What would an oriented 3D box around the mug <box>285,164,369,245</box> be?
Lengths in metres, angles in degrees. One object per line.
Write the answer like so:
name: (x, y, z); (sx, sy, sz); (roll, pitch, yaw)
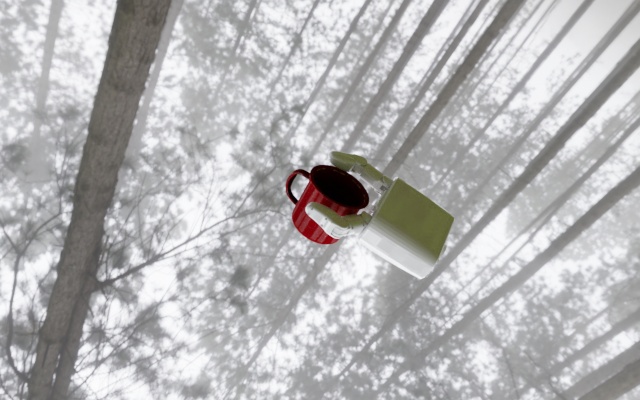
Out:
mug: (-0.001, 0.002, 0.685); (0.117, 0.081, 0.093); (33, 32, 4)
